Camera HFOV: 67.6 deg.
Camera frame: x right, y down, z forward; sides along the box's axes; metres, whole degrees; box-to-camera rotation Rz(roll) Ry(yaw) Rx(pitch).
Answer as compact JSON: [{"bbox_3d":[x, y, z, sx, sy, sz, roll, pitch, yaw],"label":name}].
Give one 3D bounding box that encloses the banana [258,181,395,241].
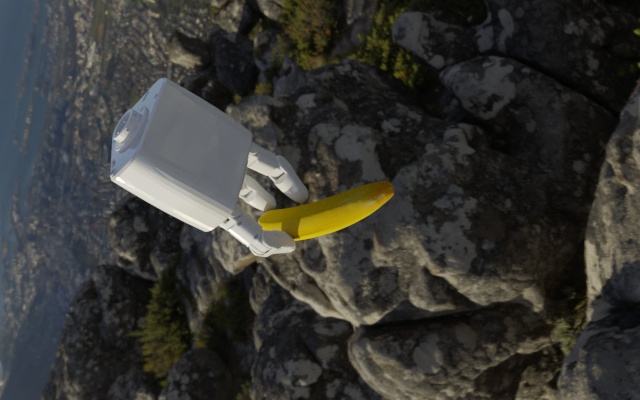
[{"bbox_3d":[-0.010,0.015,0.540,0.198,0.037,0.069,-10,35,42],"label":"banana"}]
